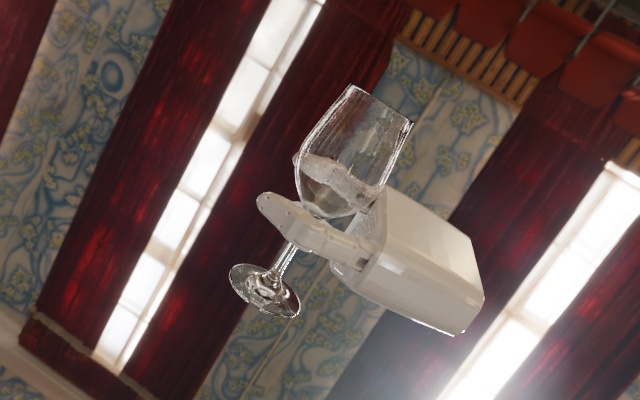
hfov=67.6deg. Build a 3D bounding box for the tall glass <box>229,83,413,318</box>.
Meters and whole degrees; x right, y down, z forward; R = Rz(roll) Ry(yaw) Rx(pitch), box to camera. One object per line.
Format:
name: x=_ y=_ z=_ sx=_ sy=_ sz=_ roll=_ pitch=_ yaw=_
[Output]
tall glass: x=0.000 y=0.002 z=0.417 sx=0.079 sy=0.201 sz=0.079 roll=29 pitch=15 yaw=-9
